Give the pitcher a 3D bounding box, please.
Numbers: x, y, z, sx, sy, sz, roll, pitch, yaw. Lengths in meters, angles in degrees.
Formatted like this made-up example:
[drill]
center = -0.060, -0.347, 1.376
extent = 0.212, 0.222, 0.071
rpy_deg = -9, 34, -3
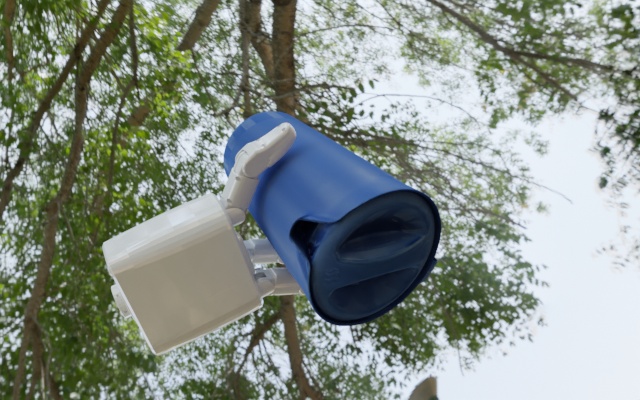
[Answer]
[pitcher]
center = 0.000, 0.002, 0.483
extent = 0.145, 0.149, 0.242
rpy_deg = -27, 39, -17
